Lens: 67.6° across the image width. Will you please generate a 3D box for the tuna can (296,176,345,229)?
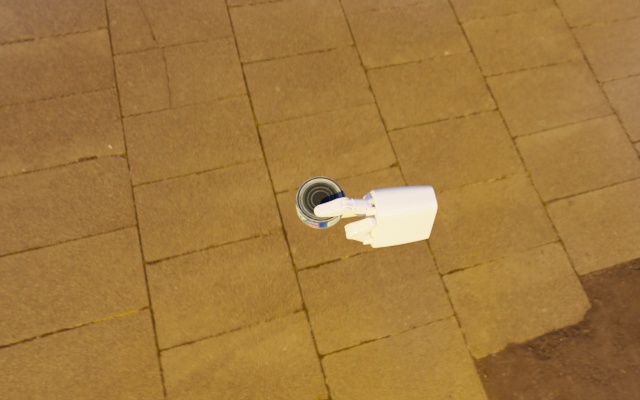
[{"bbox_3d":[0.000,0.002,0.817,0.086,0.086,0.034,0,-21,-1],"label":"tuna can"}]
